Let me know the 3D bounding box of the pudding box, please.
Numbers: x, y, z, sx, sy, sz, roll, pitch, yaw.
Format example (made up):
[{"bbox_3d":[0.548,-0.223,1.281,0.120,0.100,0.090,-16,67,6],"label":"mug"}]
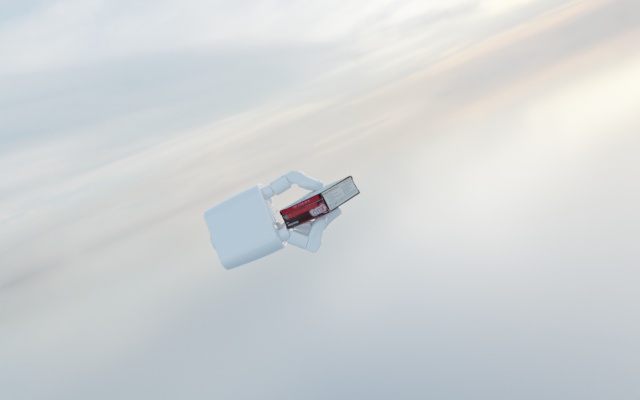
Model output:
[{"bbox_3d":[0.000,0.002,0.777,0.090,0.039,0.113,-22,7,34],"label":"pudding box"}]
